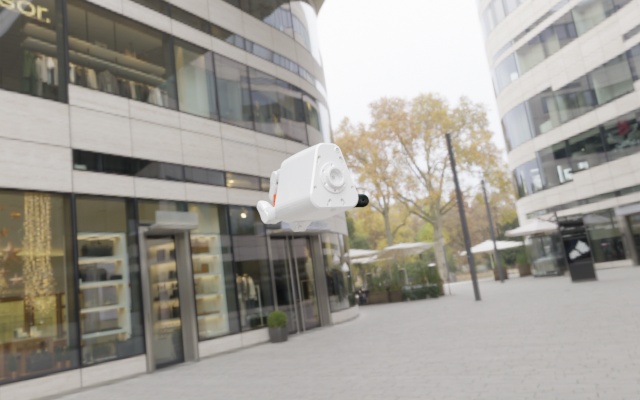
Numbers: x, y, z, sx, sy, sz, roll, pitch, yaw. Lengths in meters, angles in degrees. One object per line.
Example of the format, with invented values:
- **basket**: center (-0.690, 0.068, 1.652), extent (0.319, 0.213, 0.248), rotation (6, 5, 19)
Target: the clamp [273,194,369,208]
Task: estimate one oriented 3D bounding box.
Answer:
- **clamp**: center (0.000, 0.002, 0.876), extent (0.171, 0.039, 0.120), rotation (-1, -11, -35)
